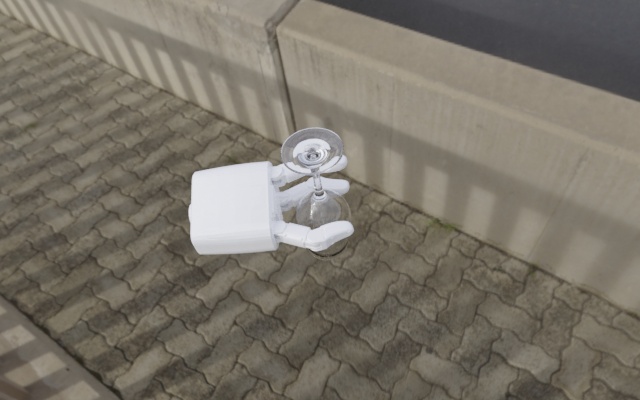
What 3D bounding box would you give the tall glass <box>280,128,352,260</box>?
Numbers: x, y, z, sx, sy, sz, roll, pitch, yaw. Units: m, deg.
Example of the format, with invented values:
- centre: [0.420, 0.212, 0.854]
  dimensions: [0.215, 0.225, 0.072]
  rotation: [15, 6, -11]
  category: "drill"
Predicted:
- centre: [0.000, 0.002, 0.630]
  dimensions: [0.079, 0.079, 0.201]
  rotation: [0, -37, 8]
  category: "tall glass"
